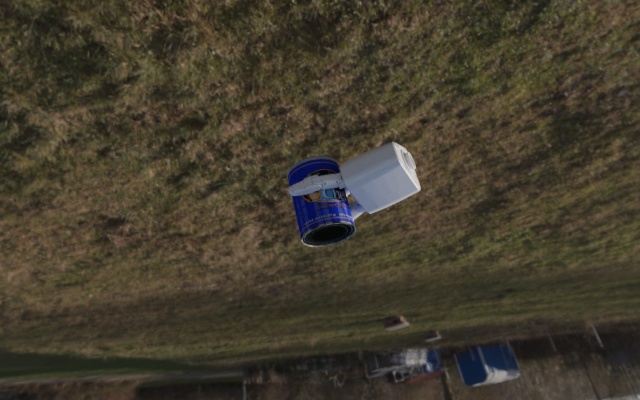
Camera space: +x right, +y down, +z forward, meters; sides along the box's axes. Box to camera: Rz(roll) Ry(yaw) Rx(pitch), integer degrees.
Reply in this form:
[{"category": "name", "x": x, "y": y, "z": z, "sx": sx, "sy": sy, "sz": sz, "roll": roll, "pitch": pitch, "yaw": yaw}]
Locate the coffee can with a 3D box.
[{"category": "coffee can", "x": 0.000, "y": 0.003, "z": 0.893, "sx": 0.103, "sy": 0.140, "sz": 0.103, "roll": -11, "pitch": -26, "yaw": -5}]
